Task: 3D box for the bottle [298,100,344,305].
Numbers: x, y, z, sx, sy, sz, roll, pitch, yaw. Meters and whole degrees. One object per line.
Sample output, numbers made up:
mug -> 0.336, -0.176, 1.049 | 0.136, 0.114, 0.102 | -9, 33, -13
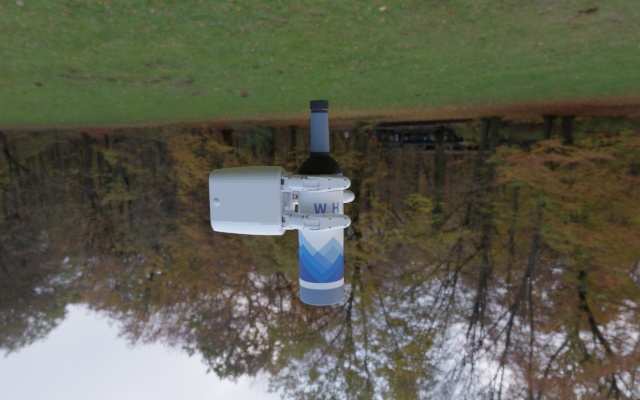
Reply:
bottle -> 0.000, 0.003, 0.707 | 0.069, 0.296, 0.069 | -1, 8, 0
